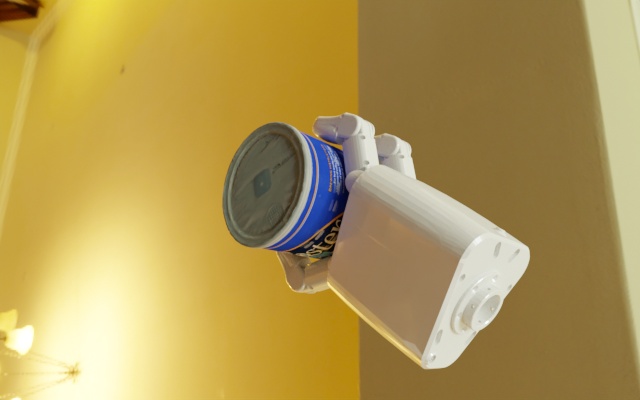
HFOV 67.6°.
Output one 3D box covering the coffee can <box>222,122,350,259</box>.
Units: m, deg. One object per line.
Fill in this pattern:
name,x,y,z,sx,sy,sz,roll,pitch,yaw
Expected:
coffee can,0.000,0.001,0.426,0.103,0.103,0.140,0,-12,44
